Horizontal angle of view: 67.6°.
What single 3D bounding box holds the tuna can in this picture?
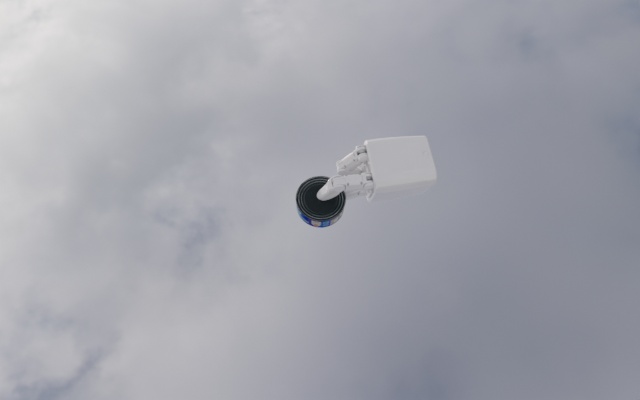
[{"bbox_3d":[0.000,0.003,0.825,0.086,0.086,0.034,0,-26,-2],"label":"tuna can"}]
